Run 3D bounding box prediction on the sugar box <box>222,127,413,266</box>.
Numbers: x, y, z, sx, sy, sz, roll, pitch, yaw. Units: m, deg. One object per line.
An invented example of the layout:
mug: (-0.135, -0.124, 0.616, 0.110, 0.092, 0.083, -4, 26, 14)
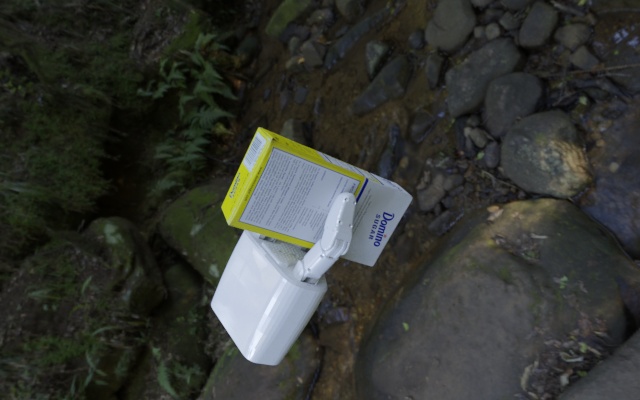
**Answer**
sugar box: (0.000, 0.001, 0.490, 0.176, 0.093, 0.048, 20, 17, -32)
